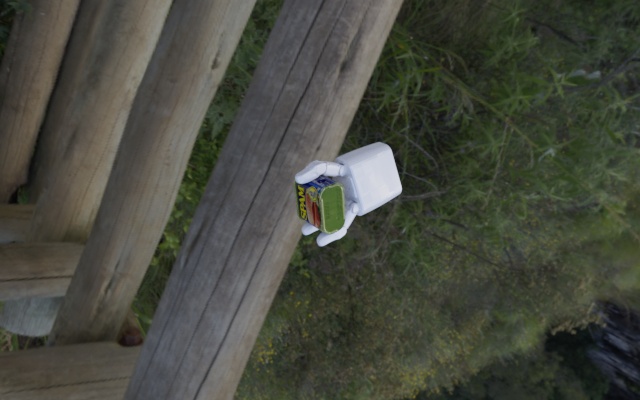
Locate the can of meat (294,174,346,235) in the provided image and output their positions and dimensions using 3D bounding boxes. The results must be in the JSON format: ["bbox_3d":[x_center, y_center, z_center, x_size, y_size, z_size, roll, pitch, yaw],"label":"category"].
[{"bbox_3d":[0.000,0.003,0.875,0.057,0.102,0.084,-22,31,-29],"label":"can of meat"}]
